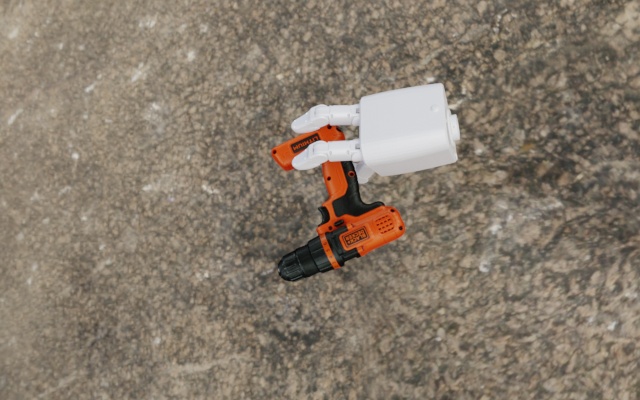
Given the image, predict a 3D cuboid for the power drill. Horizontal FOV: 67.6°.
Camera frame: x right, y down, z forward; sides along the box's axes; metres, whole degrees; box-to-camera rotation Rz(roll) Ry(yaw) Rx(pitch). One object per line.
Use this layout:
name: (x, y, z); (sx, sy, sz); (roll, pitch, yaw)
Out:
power drill: (0.000, 0.002, 0.664); (0.184, 0.187, 0.057); (-24, -10, 3)
